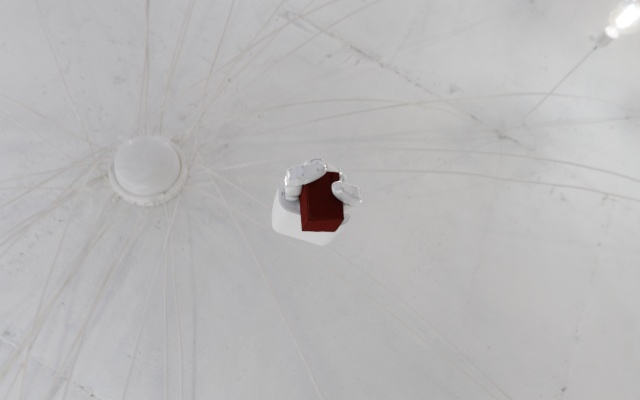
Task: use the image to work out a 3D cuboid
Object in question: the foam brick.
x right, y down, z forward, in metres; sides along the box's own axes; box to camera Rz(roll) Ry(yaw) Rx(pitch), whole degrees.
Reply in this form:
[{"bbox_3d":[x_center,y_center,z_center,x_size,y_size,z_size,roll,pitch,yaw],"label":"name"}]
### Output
[{"bbox_3d":[0.000,0.002,0.689,0.053,0.078,0.051,2,-25,-14],"label":"foam brick"}]
